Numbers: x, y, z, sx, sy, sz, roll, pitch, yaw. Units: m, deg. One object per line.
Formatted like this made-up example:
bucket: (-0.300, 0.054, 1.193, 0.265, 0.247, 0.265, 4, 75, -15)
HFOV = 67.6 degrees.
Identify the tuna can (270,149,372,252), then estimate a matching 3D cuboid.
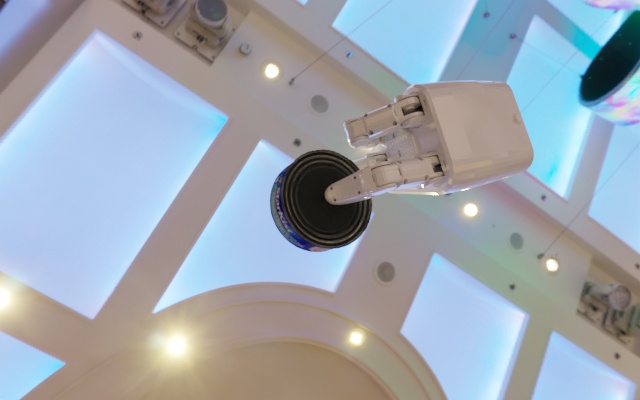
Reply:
tuna can: (0.000, 0.001, 0.416, 0.086, 0.086, 0.034, 0, -12, -27)
